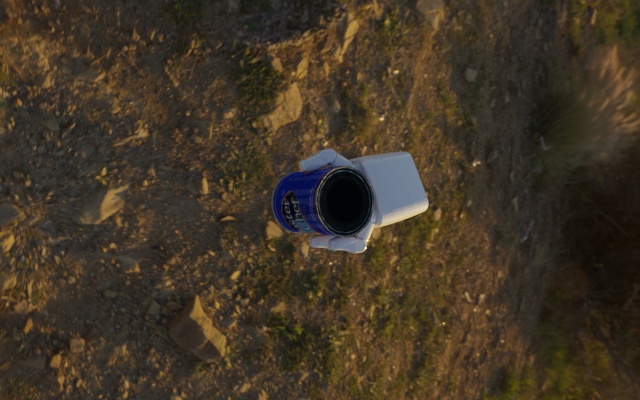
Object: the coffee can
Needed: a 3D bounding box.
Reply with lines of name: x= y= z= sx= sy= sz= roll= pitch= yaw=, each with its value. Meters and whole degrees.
coffee can: x=0.000 y=0.002 z=0.738 sx=0.103 sy=0.103 sz=0.140 roll=0 pitch=-1 yaw=-32
